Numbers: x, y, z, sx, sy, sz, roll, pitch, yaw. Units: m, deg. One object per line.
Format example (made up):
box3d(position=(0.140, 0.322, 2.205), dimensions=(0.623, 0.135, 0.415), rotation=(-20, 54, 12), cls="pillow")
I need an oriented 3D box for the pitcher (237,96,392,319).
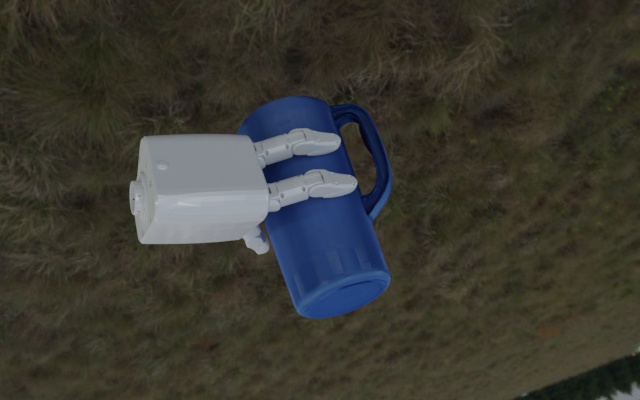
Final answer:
box3d(position=(0.000, 0.002, 0.559), dimensions=(0.145, 0.242, 0.149), rotation=(-2, -34, -31), cls="pitcher")
